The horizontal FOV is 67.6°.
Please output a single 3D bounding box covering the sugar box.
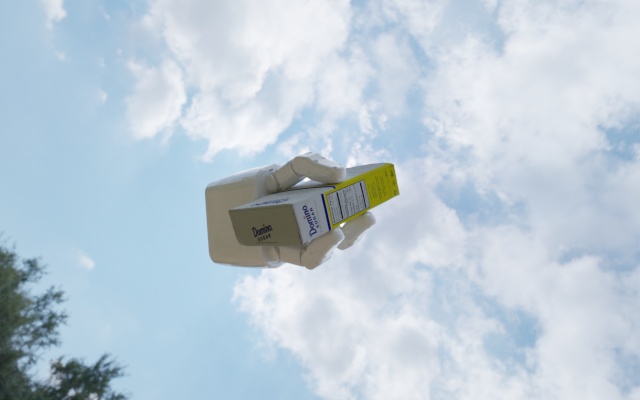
[{"bbox_3d":[0.000,0.002,0.511,0.093,0.048,0.176,-5,14,42],"label":"sugar box"}]
